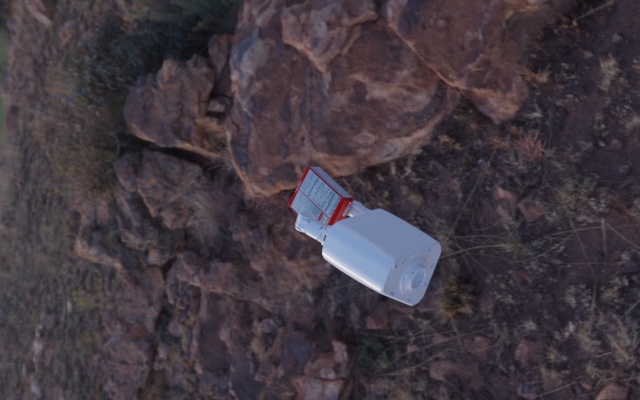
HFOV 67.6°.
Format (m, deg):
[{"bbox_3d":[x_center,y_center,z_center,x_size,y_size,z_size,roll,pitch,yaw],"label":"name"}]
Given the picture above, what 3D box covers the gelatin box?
[{"bbox_3d":[0.000,0.002,0.711,0.030,0.073,0.089,0,35,-48],"label":"gelatin box"}]
